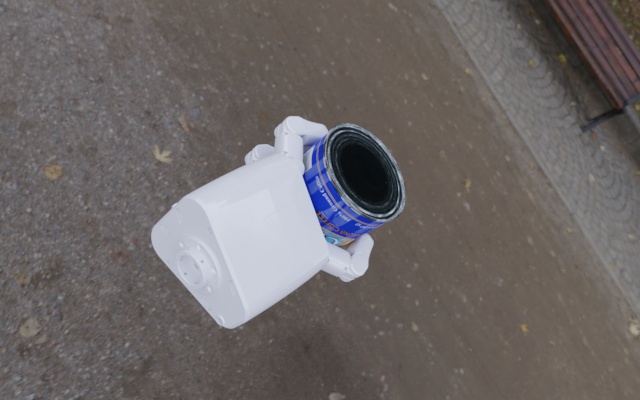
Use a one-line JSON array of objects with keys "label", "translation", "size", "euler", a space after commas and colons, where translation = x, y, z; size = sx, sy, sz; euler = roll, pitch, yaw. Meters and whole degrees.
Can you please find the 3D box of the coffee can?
[{"label": "coffee can", "translation": [0.000, 0.002, 0.488], "size": [0.103, 0.102, 0.140], "euler": [0, -25, -43]}]
